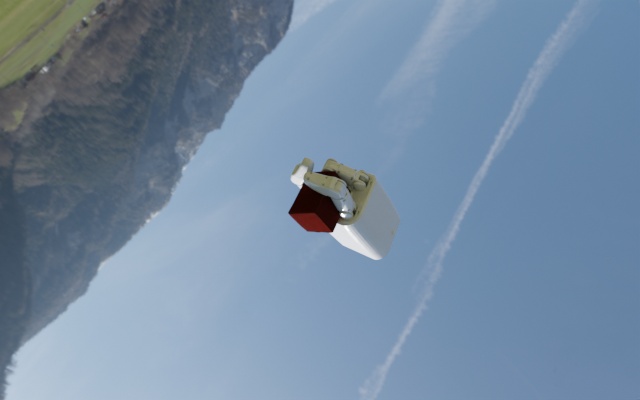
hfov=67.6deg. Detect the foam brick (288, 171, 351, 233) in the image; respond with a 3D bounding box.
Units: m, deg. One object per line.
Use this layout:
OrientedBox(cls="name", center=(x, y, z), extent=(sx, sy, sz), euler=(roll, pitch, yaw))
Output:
OrientedBox(cls="foam brick", center=(0.000, 0.002, 0.697), extent=(0.053, 0.078, 0.051), euler=(0, -37, 39))
